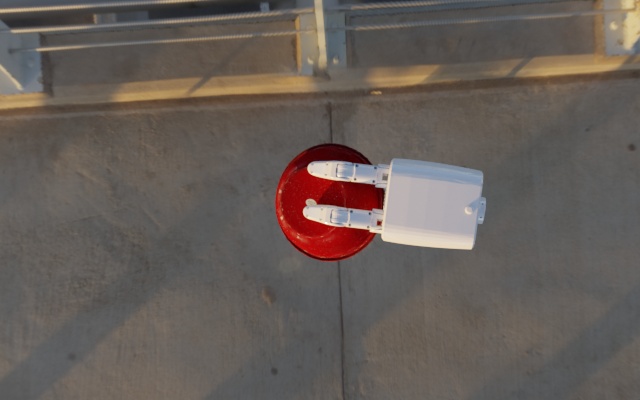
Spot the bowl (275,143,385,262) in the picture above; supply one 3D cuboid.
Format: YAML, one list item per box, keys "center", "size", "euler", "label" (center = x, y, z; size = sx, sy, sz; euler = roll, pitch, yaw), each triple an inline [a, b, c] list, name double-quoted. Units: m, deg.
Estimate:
- center: [-0.001, 0.002, 0.629]
  size: [0.162, 0.162, 0.055]
  euler: [0, -1, 23]
  label: "bowl"
